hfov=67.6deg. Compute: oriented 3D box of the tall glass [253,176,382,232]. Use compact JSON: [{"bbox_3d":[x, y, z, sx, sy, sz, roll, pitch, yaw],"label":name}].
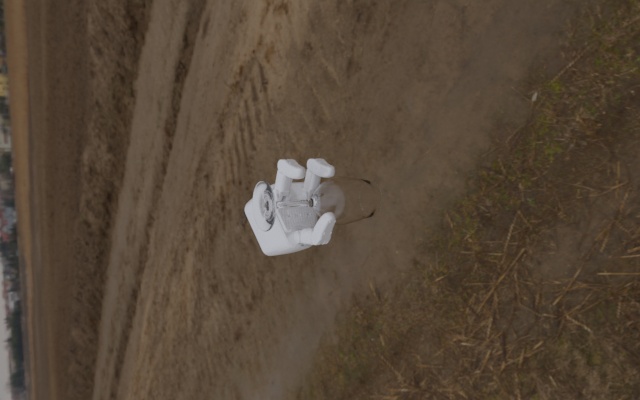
[{"bbox_3d":[0.000,0.003,0.746,0.201,0.079,0.079,-4,2,-33],"label":"tall glass"}]
